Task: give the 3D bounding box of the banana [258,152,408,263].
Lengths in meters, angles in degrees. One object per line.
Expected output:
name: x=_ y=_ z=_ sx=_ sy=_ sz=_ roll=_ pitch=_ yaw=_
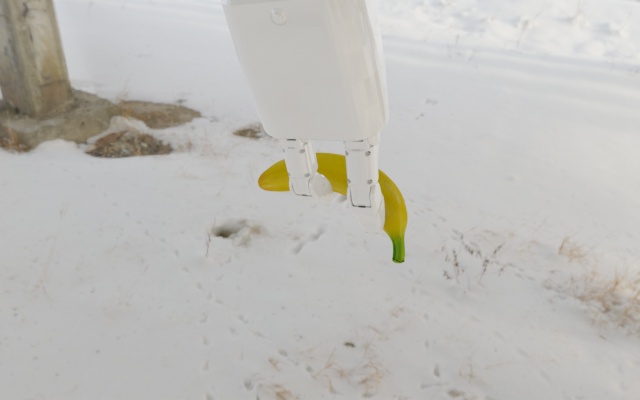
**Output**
banana: x=0.012 y=-0.013 z=0.460 sx=0.197 sy=0.069 sz=0.037 roll=27 pitch=-8 yaw=41
